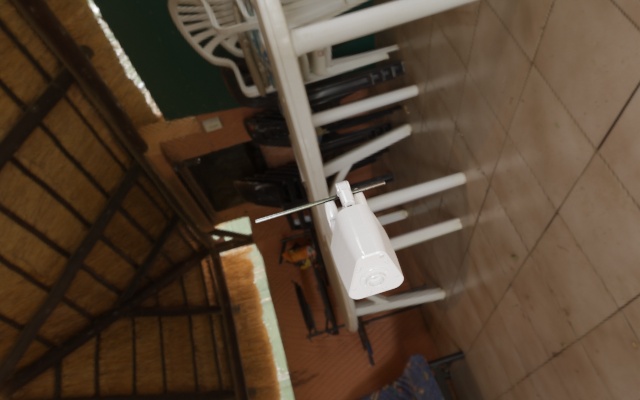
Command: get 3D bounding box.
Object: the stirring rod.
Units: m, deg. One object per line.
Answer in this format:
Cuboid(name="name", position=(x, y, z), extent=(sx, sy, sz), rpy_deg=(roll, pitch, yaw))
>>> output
Cuboid(name="stirring rod", position=(0.000, 0.003, 0.853), extent=(0.239, 0.011, 0.011), rpy_deg=(-17, 1, -2))
